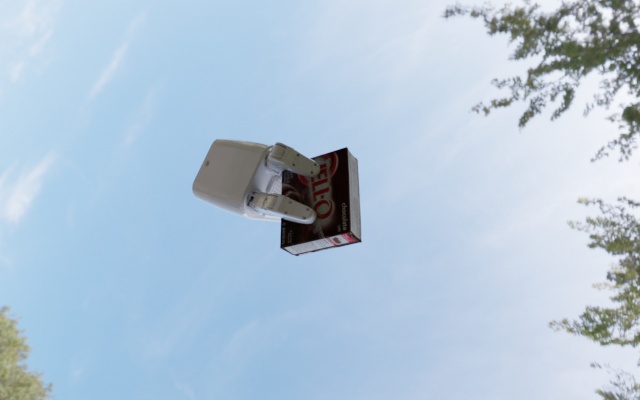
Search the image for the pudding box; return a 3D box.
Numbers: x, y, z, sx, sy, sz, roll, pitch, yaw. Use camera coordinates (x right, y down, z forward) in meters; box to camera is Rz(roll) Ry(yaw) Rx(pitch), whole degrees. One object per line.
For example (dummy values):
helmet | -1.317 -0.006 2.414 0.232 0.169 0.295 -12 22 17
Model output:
pudding box | 0.000 0.002 0.560 0.090 0.113 0.039 -15 -29 26
